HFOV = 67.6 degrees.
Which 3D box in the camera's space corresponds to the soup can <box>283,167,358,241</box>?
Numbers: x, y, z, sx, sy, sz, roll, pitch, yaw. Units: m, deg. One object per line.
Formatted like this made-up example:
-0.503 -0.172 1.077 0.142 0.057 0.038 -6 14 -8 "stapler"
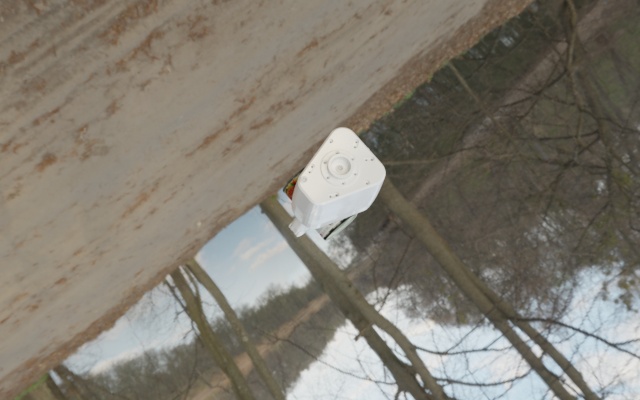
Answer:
0.000 0.003 0.730 0.068 0.102 0.068 -39 -10 -8 "soup can"
